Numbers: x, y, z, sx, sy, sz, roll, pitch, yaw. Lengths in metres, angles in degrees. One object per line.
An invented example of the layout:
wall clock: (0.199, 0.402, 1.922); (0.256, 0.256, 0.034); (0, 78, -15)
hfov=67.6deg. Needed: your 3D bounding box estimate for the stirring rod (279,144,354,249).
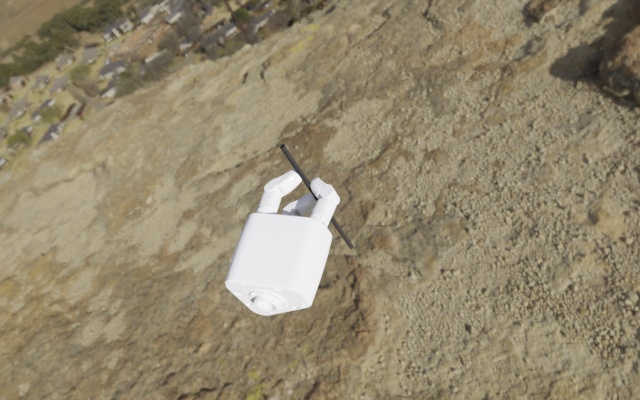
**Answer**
stirring rod: (0.000, 0.002, 0.719); (0.011, 0.011, 0.240); (0, -39, 34)
